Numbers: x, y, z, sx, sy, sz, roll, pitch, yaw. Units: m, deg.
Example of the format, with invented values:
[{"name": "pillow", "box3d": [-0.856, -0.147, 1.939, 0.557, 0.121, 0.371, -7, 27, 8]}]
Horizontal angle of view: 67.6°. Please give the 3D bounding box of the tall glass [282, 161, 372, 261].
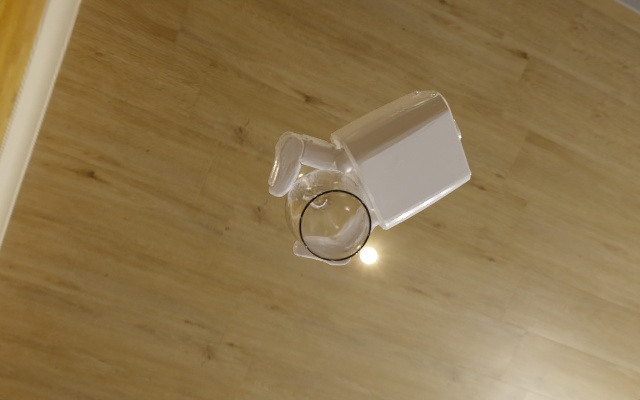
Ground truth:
[{"name": "tall glass", "box3d": [0.000, 0.002, 0.493, 0.079, 0.079, 0.201, 0, 12, -7]}]
